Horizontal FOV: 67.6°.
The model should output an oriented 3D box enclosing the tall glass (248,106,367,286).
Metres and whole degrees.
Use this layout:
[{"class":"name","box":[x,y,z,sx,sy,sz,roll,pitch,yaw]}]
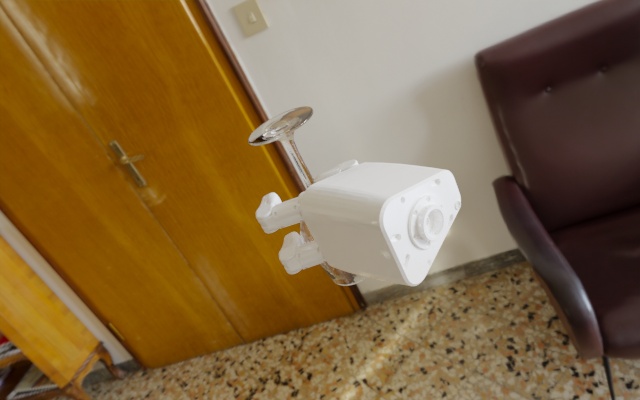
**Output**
[{"class":"tall glass","box":[0.000,0.001,0.532,0.079,0.201,0.079,-22,27,12]}]
